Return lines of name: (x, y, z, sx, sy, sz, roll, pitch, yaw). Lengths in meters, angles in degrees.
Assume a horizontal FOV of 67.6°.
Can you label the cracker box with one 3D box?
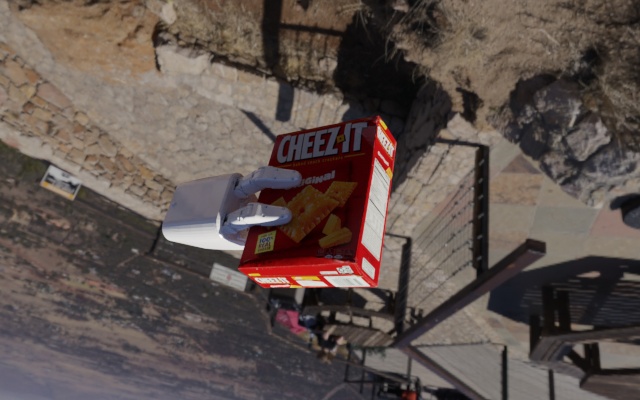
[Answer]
cracker box: (0.000, 0.002, 0.617, 0.164, 0.213, 0.072, -6, -33, 29)
